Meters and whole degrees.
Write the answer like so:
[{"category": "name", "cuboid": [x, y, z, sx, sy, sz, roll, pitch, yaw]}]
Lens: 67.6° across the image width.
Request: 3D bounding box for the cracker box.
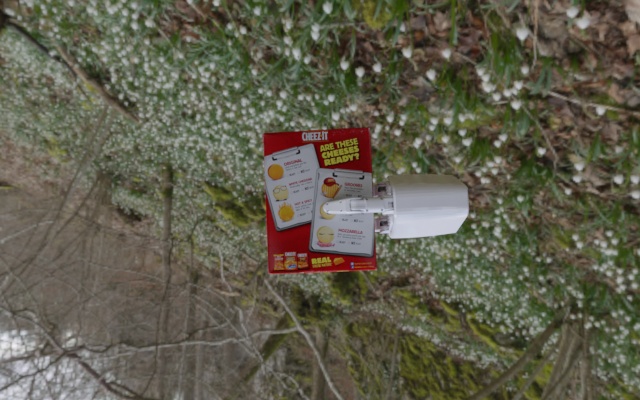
[{"category": "cracker box", "cuboid": [0.000, 0.003, 0.739, 0.164, 0.213, 0.072, -3, -4, 2]}]
